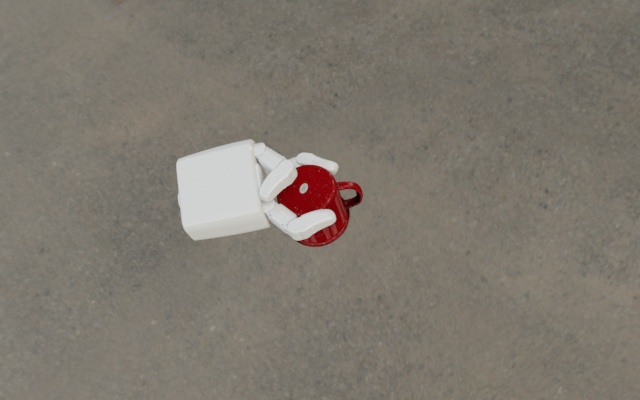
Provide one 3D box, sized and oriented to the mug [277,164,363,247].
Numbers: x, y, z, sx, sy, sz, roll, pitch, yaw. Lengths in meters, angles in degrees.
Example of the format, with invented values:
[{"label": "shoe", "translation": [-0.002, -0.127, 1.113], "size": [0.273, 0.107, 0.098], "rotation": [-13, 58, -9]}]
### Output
[{"label": "mug", "translation": [0.001, 0.002, 0.649], "size": [0.117, 0.093, 0.081], "rotation": [-13, -32, 6]}]
